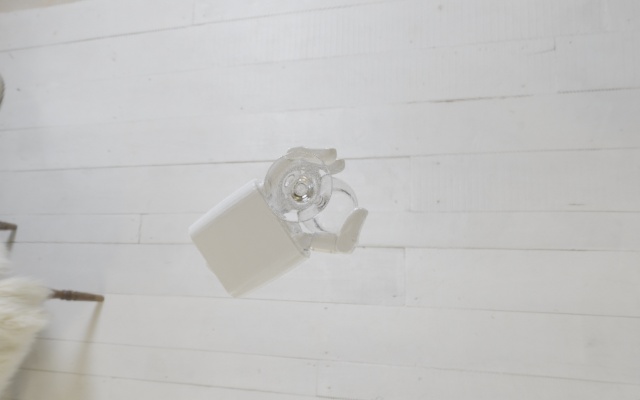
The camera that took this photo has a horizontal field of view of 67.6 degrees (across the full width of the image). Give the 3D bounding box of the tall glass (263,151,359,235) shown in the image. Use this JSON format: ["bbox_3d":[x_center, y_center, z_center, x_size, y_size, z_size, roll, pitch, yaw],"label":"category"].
[{"bbox_3d":[0.000,0.002,0.580,0.079,0.079,0.201,0,-9,14],"label":"tall glass"}]
